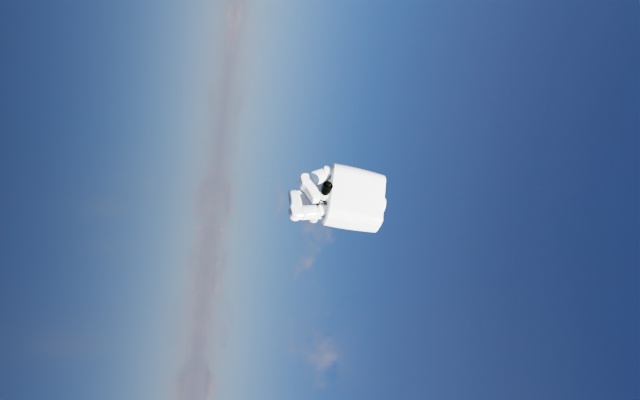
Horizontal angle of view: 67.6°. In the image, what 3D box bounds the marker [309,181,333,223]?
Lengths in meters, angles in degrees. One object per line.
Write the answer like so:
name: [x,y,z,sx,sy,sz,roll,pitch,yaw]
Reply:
marker: [0.000,0.003,0.880,0.020,0.020,0.121,0,-33,-17]
